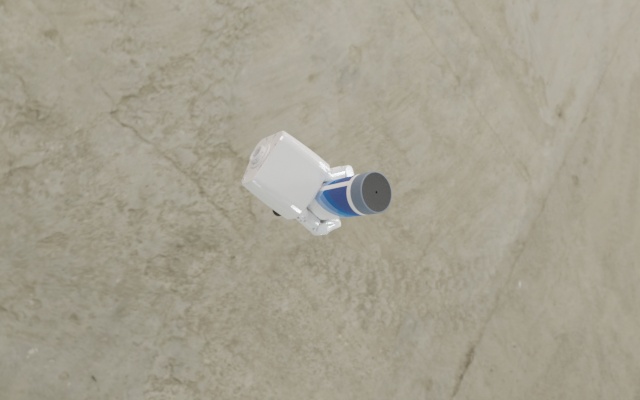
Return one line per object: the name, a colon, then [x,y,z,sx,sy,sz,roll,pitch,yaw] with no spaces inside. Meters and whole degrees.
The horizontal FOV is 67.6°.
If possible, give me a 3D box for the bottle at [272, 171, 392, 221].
bottle: [0.000,0.003,0.855,0.069,0.069,0.296,0,-6,-36]
